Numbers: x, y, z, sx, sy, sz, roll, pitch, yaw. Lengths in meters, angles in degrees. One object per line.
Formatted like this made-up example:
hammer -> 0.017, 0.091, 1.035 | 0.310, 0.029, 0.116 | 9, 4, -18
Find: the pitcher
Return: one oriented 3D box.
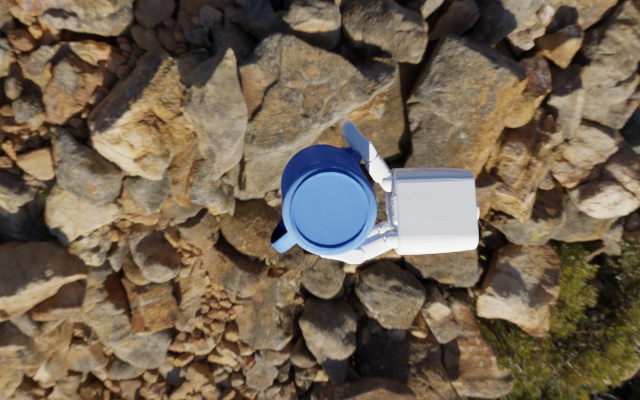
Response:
pitcher -> 0.000, 0.002, 0.647 | 0.145, 0.149, 0.243 | 0, 9, -1
